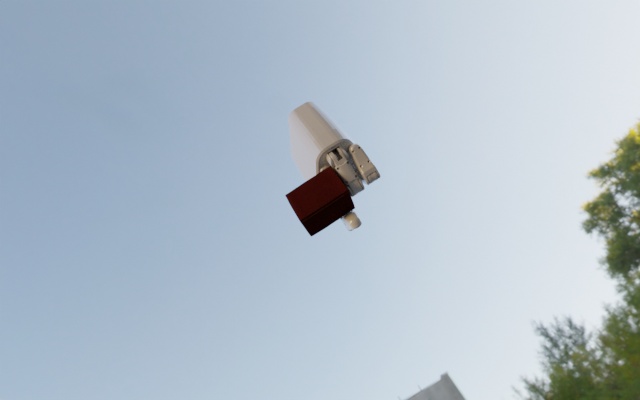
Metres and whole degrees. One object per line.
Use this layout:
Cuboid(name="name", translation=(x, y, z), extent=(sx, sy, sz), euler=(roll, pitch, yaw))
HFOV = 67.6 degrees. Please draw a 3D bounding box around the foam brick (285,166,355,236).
Cuboid(name="foam brick", translation=(0.000, 0.002, 0.663), extent=(0.078, 0.051, 0.053), euler=(-33, -30, -4))
